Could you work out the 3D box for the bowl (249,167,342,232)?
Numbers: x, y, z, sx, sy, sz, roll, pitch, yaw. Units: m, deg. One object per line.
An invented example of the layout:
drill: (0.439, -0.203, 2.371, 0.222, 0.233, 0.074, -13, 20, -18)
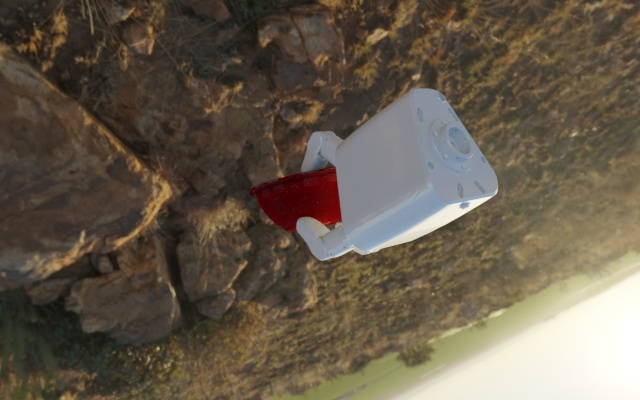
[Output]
bowl: (0.000, 0.002, 0.562, 0.162, 0.055, 0.162, -10, -5, -1)
